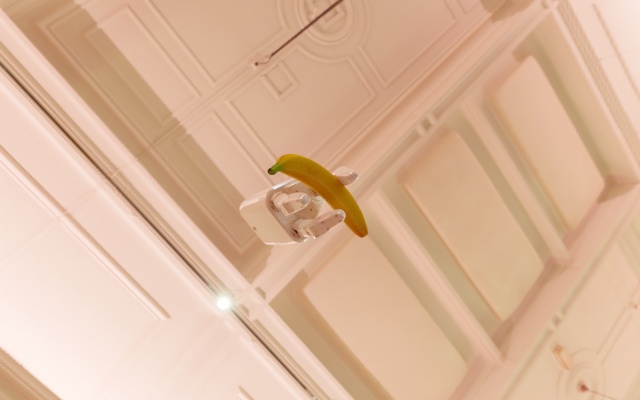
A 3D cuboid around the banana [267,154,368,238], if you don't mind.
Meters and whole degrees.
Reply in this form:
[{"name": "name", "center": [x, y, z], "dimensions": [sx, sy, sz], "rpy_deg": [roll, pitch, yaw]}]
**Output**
[{"name": "banana", "center": [0.002, -0.015, 0.705], "dimensions": [0.198, 0.069, 0.037], "rpy_deg": [34, -36, -29]}]
